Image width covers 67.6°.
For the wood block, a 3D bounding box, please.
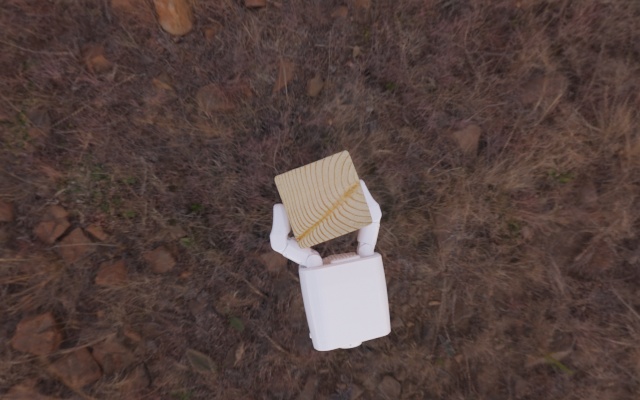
[{"bbox_3d":[0.001,0.002,0.635,0.091,0.090,0.206,-20,-1,-3],"label":"wood block"}]
